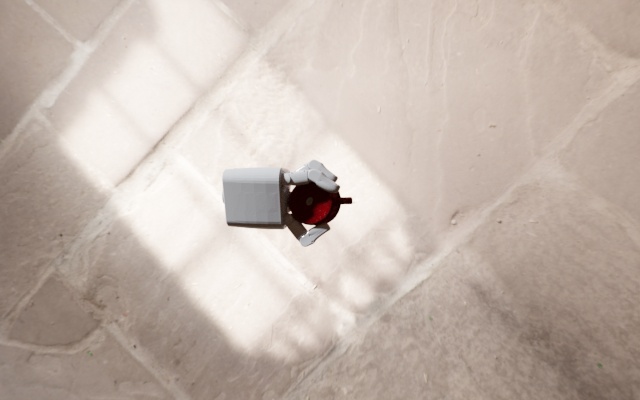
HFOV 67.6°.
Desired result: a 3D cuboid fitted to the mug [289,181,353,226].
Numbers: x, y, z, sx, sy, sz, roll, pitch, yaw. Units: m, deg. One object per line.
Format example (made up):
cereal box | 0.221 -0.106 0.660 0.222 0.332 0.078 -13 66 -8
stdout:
mug | 0.002 0.003 0.872 0.117 0.093 0.081 1 1 8
